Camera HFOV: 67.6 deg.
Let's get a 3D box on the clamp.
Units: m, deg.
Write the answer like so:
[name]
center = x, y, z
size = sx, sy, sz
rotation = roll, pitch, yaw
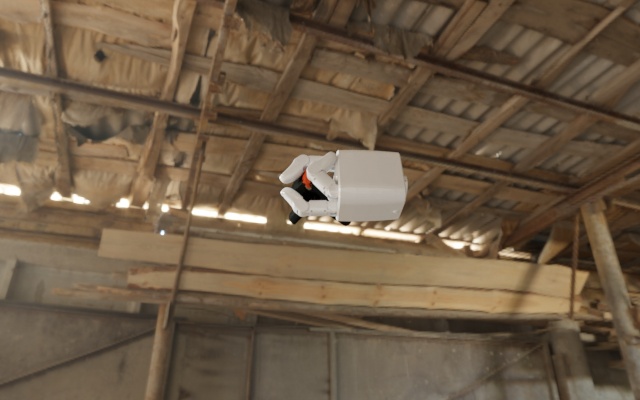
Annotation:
[clamp]
center = 0.000, 0.002, 0.856
size = 0.120, 0.039, 0.172
rotation = 0, -27, -1
